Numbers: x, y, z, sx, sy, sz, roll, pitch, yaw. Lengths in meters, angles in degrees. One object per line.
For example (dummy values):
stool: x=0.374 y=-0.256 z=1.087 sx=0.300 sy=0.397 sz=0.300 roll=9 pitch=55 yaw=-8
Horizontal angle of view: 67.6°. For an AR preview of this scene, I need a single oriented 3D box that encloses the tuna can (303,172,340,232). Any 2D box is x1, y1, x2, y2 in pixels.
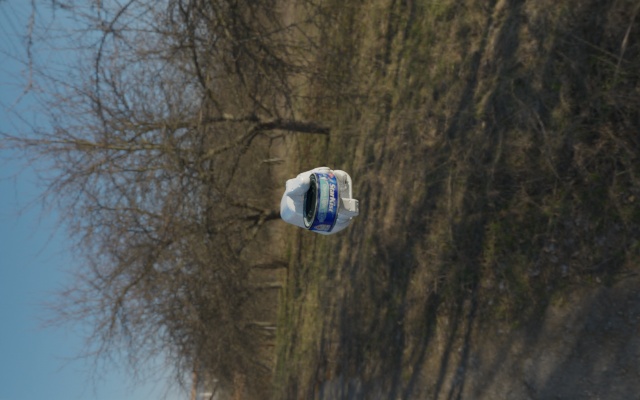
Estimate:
tuna can: x=0.000 y=0.002 z=0.692 sx=0.034 sy=0.086 sz=0.086 roll=6 pitch=-2 yaw=-15
